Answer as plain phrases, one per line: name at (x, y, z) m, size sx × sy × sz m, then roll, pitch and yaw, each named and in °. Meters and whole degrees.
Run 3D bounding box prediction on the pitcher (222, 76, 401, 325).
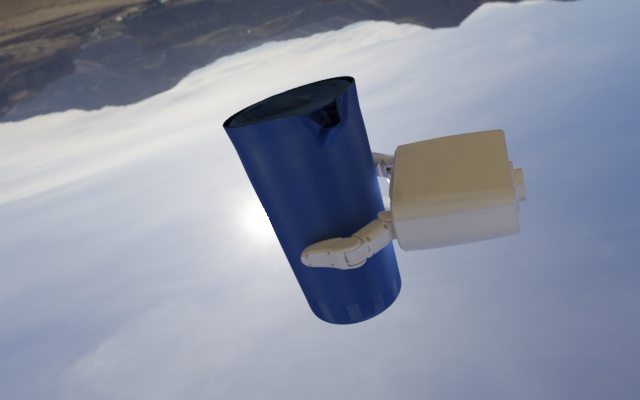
pitcher at (0.000, 0.002, 0.506) m, size 0.145 × 0.243 × 0.149 m, roll -10°, pitch 24°, yaw 21°
